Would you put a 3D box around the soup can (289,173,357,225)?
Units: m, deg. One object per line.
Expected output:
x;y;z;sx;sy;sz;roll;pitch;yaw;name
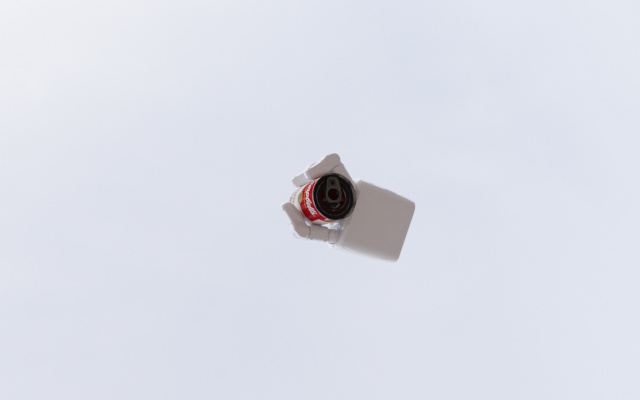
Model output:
0.000;0.002;0.709;0.068;0.068;0.102;0;-9;-24;soup can
